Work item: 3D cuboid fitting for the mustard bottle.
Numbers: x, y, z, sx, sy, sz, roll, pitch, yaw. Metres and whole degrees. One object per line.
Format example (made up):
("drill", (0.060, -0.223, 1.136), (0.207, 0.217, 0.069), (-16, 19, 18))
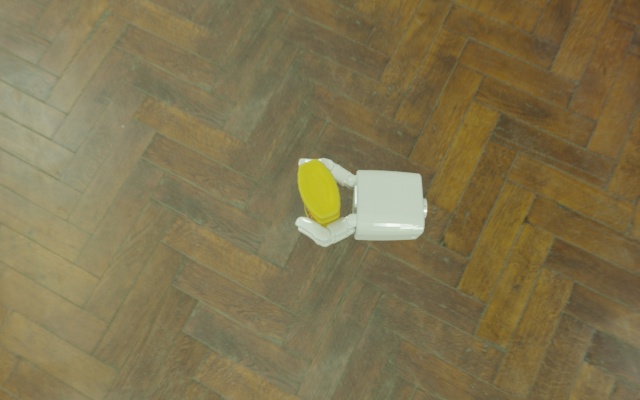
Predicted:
("mustard bottle", (0.000, 0.003, 0.807), (0.058, 0.096, 0.192), (-23, -13, -4))
